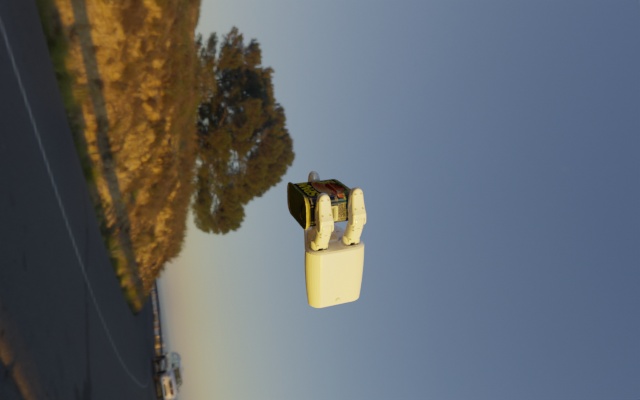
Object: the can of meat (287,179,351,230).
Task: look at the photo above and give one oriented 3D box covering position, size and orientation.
[{"bbox_3d":[0.000,0.002,0.776,0.084,0.057,0.102,-7,21,-19],"label":"can of meat"}]
